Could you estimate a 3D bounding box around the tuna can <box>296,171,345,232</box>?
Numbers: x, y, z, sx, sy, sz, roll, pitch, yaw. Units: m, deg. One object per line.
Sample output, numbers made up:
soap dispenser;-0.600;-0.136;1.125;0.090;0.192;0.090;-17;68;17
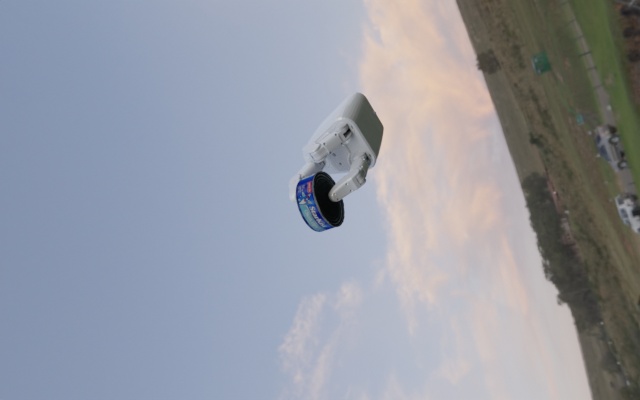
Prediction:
tuna can;0.000;0.003;0.703;0.034;0.086;0.086;-20;-9;27
